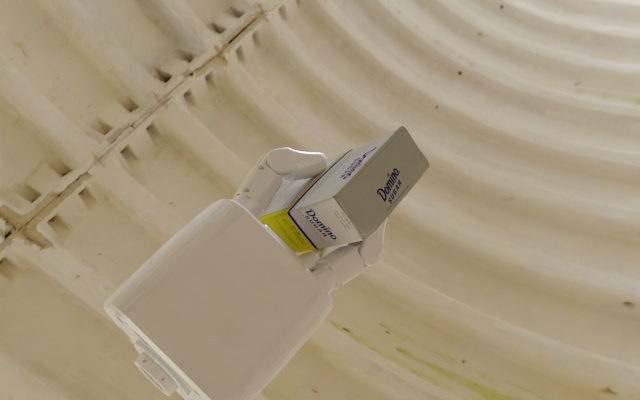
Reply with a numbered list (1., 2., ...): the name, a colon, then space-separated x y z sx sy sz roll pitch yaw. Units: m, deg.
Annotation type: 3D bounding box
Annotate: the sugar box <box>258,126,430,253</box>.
1. sugar box: 0.000 0.002 0.409 0.093 0.048 0.176 -45 17 -31
